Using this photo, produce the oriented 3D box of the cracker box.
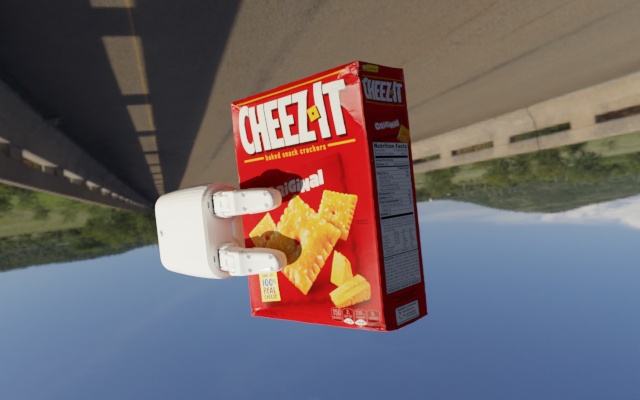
[{"bbox_3d":[0.000,0.002,0.434,0.164,0.213,0.072,-5,1,42],"label":"cracker box"}]
